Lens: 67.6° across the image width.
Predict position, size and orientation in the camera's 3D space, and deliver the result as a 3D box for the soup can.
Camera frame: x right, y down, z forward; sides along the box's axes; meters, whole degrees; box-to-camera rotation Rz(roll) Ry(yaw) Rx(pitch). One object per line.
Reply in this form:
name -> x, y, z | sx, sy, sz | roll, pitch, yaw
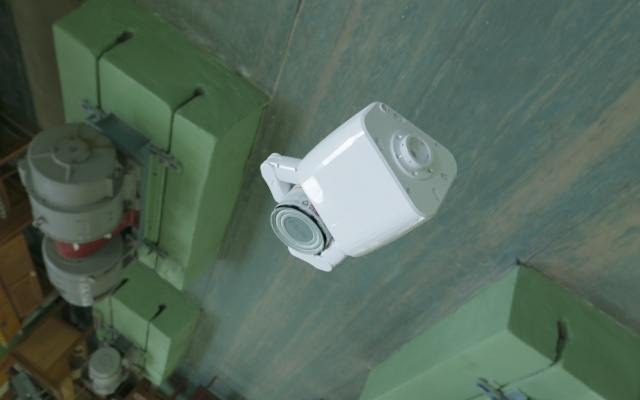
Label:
soup can -> 0.000, 0.002, 0.523 | 0.068, 0.068, 0.102 | 0, 37, 37
